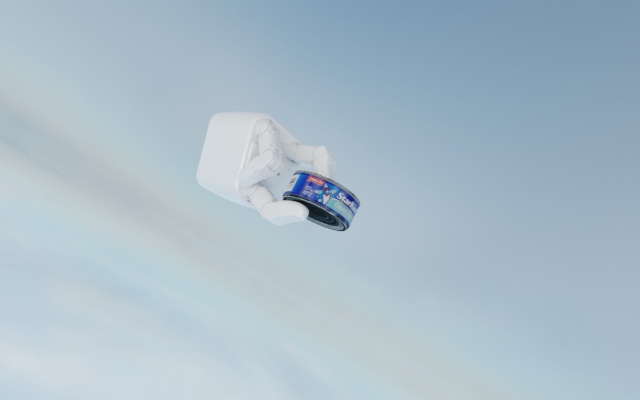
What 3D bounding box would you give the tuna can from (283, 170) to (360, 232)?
[{"bbox_3d":[0.000,0.002,0.549,0.086,0.033,0.086,25,-16,7],"label":"tuna can"}]
